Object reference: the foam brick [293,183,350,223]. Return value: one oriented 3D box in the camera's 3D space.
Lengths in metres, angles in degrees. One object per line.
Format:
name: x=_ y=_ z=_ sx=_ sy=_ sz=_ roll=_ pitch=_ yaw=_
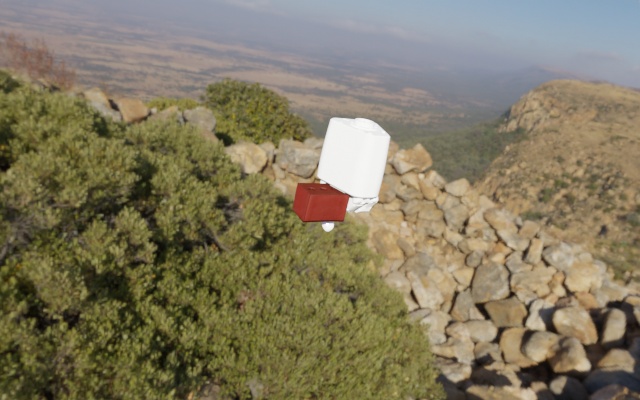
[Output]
foam brick: x=0.000 y=0.003 z=0.805 sx=0.078 sy=0.051 sz=0.053 roll=-1 pitch=25 yaw=-28
